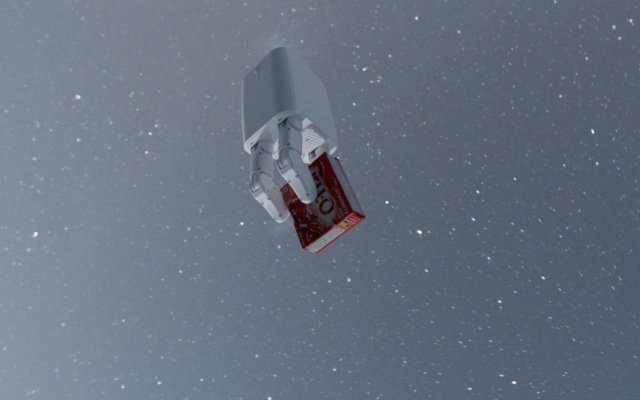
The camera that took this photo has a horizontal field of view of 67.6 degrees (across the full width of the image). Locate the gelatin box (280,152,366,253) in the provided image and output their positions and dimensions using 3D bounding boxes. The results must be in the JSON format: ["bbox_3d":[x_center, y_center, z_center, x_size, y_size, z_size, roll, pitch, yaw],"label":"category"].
[{"bbox_3d":[0.000,0.002,0.531,0.073,0.089,0.030,-38,-35,22],"label":"gelatin box"}]
